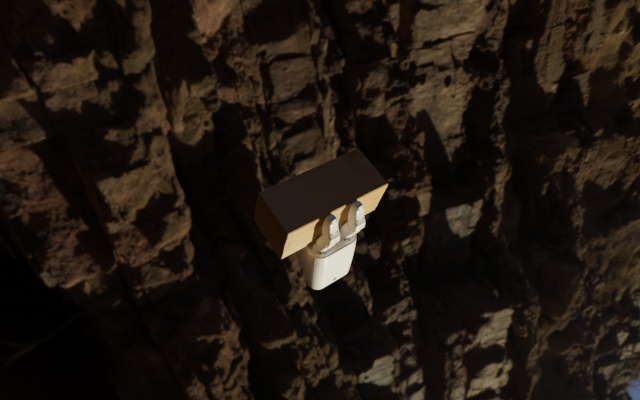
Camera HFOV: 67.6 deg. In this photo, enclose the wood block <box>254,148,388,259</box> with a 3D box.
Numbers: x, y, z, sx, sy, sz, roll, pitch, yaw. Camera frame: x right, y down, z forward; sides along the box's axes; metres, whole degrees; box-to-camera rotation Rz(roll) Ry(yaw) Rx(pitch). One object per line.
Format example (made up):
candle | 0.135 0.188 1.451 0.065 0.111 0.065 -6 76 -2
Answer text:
wood block | 0.000 0.003 0.819 0.206 0.090 0.090 -26 -24 -27
